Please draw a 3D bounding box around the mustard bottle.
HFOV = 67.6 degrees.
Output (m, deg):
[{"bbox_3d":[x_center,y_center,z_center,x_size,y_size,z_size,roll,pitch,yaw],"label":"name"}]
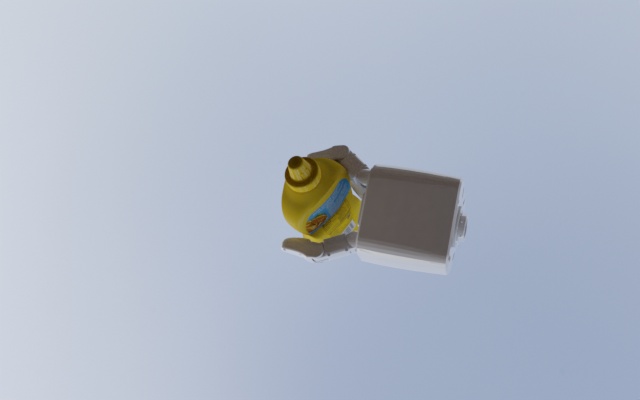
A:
[{"bbox_3d":[0.000,0.002,0.595,0.058,0.096,0.192,36,-11,30],"label":"mustard bottle"}]
